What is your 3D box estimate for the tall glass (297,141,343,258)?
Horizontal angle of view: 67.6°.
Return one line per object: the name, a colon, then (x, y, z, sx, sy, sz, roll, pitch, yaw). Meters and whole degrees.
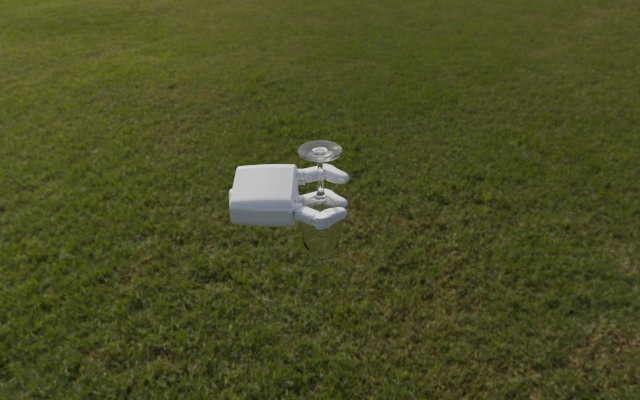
tall glass: (0.000, 0.002, 0.828, 0.079, 0.201, 0.079, -1, 32, 0)
